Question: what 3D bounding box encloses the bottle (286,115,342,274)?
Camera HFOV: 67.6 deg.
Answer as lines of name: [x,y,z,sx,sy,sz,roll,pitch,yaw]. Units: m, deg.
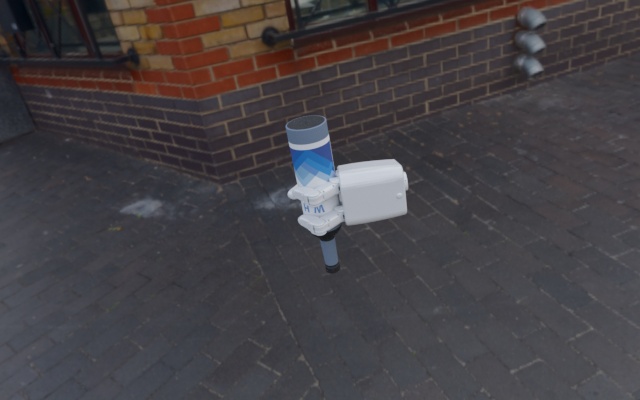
bottle: [0.000,0.003,0.833,0.069,0.296,0.069,-8,28,4]
